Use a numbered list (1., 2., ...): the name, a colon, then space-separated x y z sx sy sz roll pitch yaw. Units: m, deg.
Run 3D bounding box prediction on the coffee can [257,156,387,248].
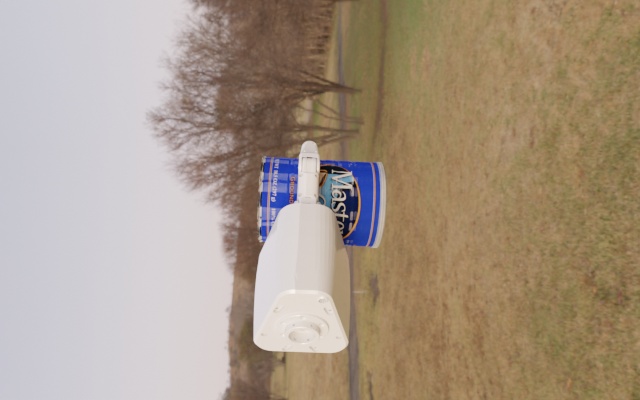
1. coffee can: 0.000 0.002 0.567 0.140 0.103 0.103 3 0 -3
